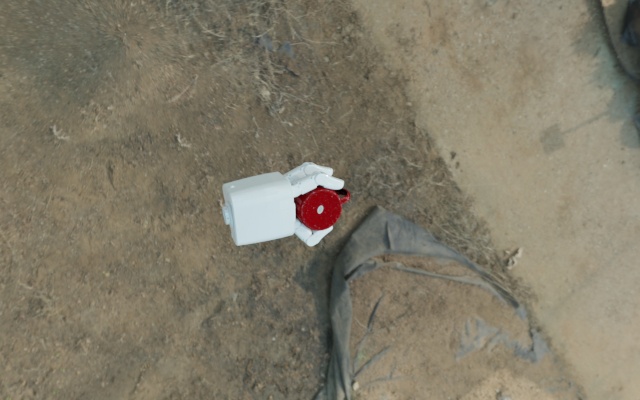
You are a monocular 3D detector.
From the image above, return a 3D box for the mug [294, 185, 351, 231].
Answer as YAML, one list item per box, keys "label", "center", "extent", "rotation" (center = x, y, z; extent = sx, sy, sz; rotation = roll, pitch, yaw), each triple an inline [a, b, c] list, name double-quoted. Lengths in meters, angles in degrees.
- label: "mug"
  center: [0.002, 0.003, 0.885]
  extent: [0.117, 0.093, 0.081]
  rotation: [-14, 23, -16]
